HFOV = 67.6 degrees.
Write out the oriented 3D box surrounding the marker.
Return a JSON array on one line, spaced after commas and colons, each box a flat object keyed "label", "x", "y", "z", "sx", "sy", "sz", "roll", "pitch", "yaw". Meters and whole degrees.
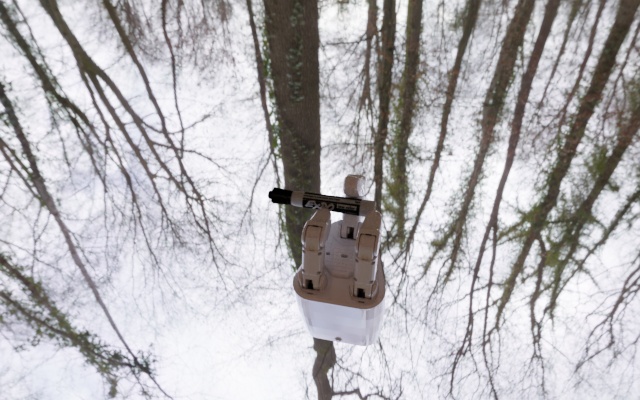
[{"label": "marker", "x": 0.000, "y": 0.002, "z": 0.527, "sx": 0.121, "sy": 0.020, "sz": 0.020, "roll": 8, "pitch": 2, "yaw": 12}]
